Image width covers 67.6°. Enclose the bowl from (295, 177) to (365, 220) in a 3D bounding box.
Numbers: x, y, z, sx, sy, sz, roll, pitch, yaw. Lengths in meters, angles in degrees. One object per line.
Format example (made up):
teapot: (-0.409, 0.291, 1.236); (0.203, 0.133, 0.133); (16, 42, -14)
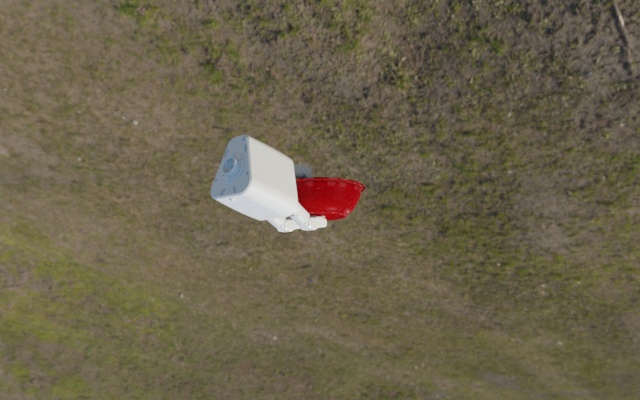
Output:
bowl: (0.001, 0.003, 0.858); (0.162, 0.055, 0.162); (0, -11, 0)
